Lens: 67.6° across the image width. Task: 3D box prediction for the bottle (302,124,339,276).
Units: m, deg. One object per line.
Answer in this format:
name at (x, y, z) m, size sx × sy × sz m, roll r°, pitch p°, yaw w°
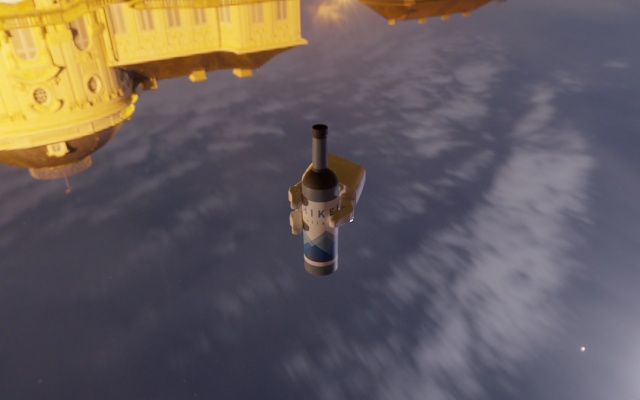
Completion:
bottle at (0.000, 0.003, 0.878) m, size 0.069 × 0.296 × 0.069 m, roll 0°, pitch 30°, yaw 0°
